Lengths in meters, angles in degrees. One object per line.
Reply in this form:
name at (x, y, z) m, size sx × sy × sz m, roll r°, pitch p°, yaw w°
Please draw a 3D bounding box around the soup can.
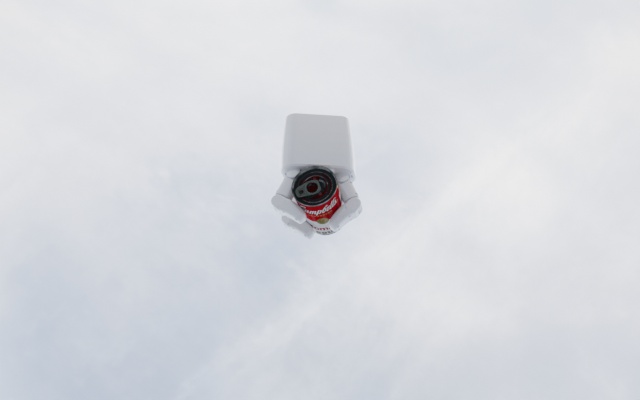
soup can at (0.000, 0.003, 0.728) m, size 0.068 × 0.068 × 0.102 m, roll 0°, pitch -29°, yaw 12°
